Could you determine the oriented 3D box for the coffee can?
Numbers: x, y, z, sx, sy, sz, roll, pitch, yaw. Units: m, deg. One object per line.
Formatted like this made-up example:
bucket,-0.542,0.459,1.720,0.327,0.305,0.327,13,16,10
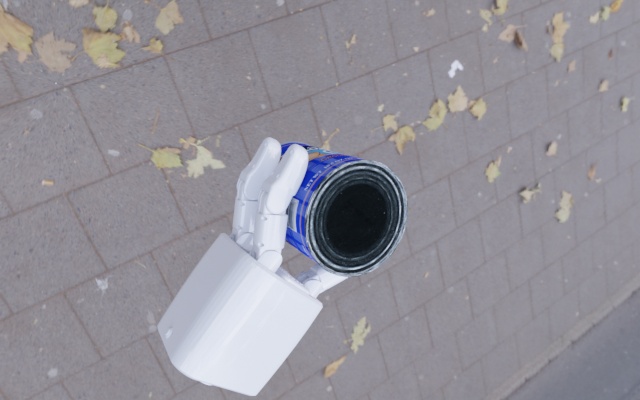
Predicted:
coffee can,0.000,0.001,0.461,0.103,0.103,0.140,0,12,-29
